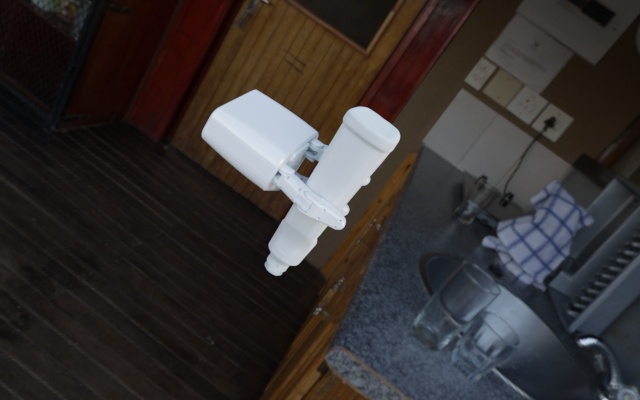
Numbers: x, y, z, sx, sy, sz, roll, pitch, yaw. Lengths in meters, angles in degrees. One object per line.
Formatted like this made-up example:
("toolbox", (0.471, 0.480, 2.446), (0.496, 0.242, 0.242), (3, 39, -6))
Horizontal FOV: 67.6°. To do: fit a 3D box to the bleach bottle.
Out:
("bleach bottle", (0.000, 0.002, 0.610), (0.068, 0.251, 0.102), (37, 22, 4))
